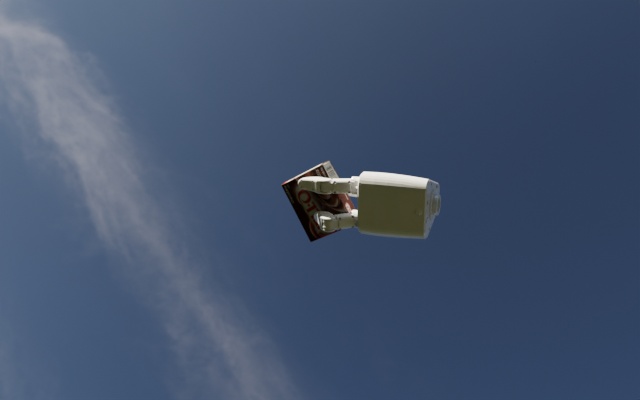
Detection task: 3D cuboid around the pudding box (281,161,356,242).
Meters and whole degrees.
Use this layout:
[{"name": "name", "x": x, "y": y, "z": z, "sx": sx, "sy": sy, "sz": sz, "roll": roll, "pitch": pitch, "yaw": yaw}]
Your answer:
[{"name": "pudding box", "x": 0.000, "y": 0.003, "z": 0.795, "sx": 0.090, "sy": 0.113, "sz": 0.039, "roll": -25, "pitch": 3, "yaw": 30}]
